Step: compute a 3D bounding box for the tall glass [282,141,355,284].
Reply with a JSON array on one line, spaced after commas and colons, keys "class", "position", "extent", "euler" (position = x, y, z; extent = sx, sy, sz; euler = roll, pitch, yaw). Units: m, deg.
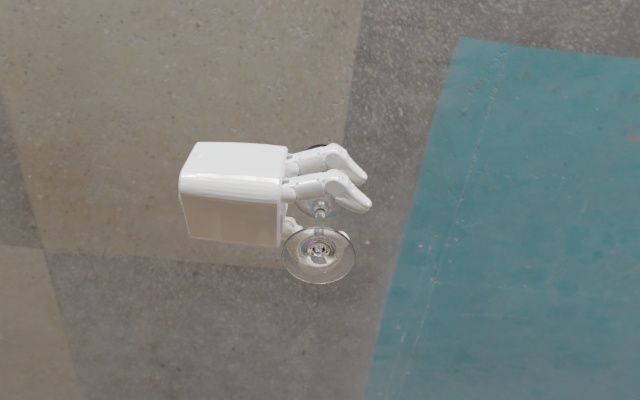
[{"class": "tall glass", "position": [0.000, 0.002, 0.563], "extent": [0.079, 0.079, 0.201], "euler": [0, 33, 2]}]
